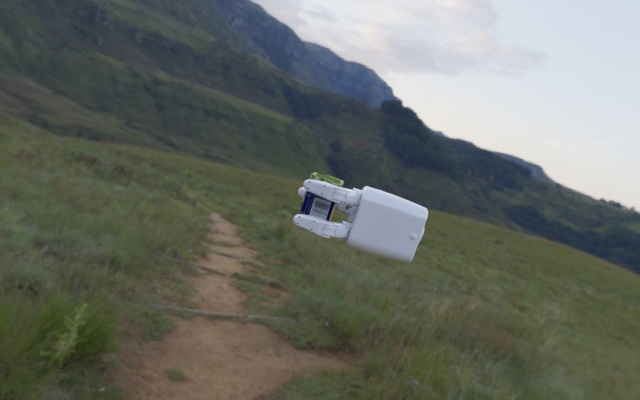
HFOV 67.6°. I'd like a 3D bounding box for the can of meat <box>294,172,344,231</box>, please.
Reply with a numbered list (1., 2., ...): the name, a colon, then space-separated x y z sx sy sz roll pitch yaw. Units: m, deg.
1. can of meat: 0.000 0.002 0.769 0.057 0.084 0.102 19 7 2
